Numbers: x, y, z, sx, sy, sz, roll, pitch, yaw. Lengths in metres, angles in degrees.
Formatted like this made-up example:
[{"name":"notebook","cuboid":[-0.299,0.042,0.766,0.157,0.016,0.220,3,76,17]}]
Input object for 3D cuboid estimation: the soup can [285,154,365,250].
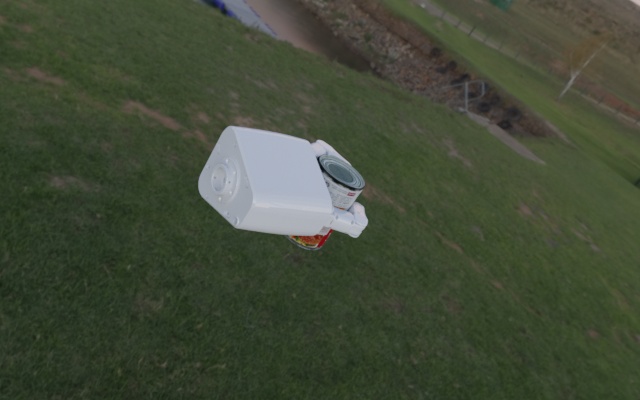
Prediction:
[{"name":"soup can","cuboid":[0.001,0.002,0.593,0.068,0.102,0.068,27,26,-15]}]
